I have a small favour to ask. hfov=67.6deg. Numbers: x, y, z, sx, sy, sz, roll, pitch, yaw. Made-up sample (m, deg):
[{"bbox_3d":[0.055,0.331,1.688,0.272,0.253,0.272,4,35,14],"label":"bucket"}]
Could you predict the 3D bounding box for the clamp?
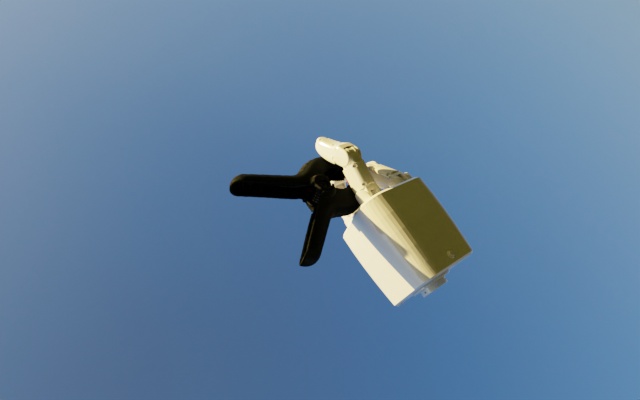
[{"bbox_3d":[0.000,0.002,0.518,0.171,0.120,0.039,-21,-21,-38],"label":"clamp"}]
